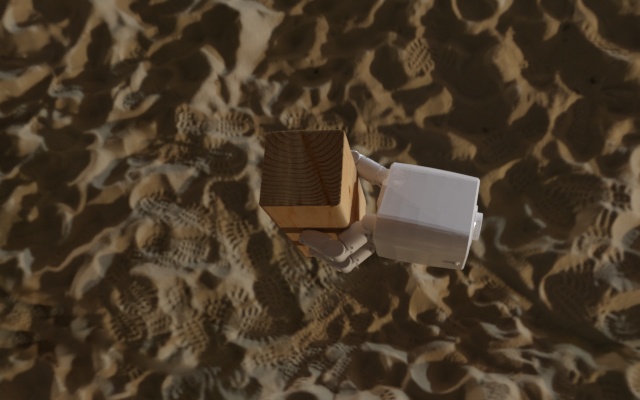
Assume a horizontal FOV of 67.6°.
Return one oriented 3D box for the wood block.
[{"bbox_3d":[0.000,0.002,0.597,0.090,0.090,0.206,0,-22,12],"label":"wood block"}]
